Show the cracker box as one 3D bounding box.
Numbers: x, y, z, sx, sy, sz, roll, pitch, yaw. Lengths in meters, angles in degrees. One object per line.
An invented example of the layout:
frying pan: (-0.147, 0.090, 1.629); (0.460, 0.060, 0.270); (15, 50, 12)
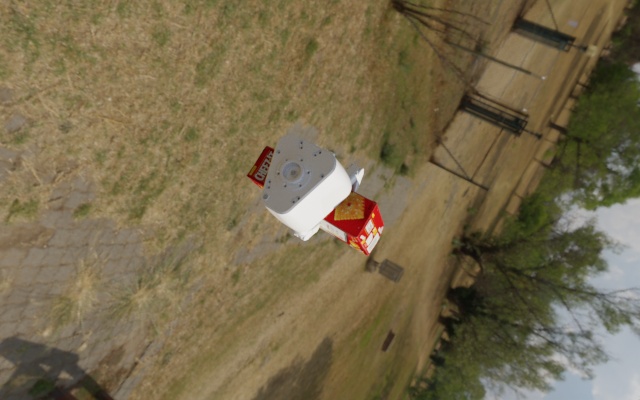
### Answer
cracker box: (0.000, 0.003, 0.824); (0.213, 0.072, 0.164); (29, -8, 19)
